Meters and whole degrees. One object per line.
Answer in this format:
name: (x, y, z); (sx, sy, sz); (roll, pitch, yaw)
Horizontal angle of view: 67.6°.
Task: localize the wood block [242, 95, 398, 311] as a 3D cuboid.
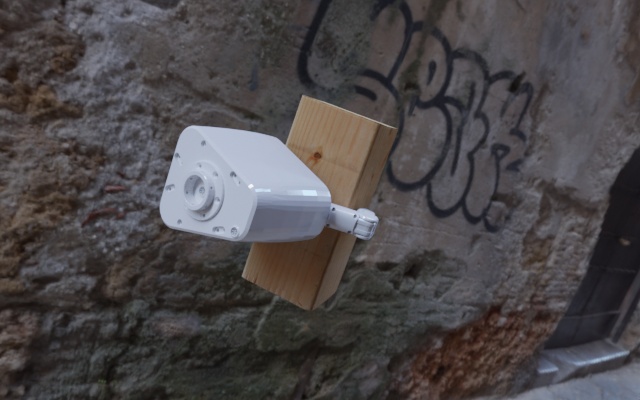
wood block: (0.000, 0.002, 0.527); (0.091, 0.206, 0.090); (24, 12, 17)
